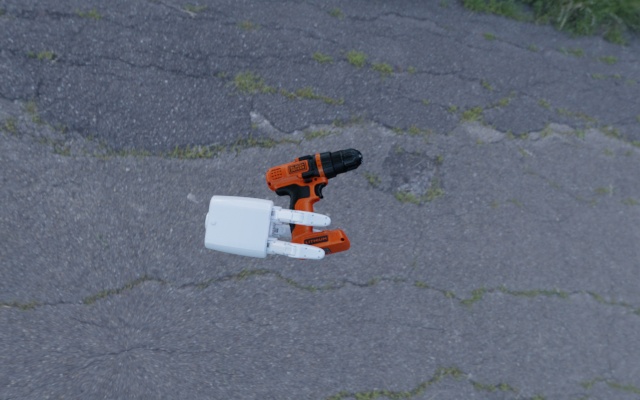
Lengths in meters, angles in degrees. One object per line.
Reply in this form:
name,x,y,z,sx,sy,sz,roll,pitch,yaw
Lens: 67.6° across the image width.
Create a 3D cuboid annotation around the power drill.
power drill,0.000,0.003,0.861,0.184,0.187,0.057,-15,-24,10
